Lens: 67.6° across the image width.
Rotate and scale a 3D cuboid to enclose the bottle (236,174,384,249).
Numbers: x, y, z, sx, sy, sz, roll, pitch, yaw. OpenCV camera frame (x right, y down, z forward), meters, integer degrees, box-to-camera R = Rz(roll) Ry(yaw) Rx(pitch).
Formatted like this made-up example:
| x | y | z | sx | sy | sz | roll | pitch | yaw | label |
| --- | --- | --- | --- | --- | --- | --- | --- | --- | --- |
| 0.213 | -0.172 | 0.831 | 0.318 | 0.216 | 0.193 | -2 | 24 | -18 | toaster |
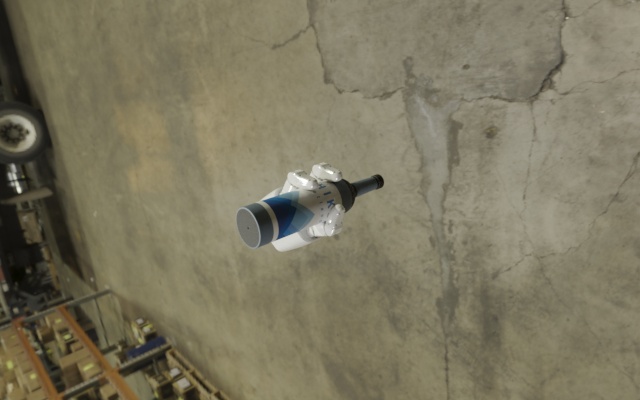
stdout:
| x | y | z | sx | sy | sz | roll | pitch | yaw | label |
| --- | --- | --- | --- | --- | --- | --- | --- | --- | --- |
| 0.000 | 0.003 | 0.809 | 0.295 | 0.069 | 0.069 | -20 | 12 | -37 | bottle |
